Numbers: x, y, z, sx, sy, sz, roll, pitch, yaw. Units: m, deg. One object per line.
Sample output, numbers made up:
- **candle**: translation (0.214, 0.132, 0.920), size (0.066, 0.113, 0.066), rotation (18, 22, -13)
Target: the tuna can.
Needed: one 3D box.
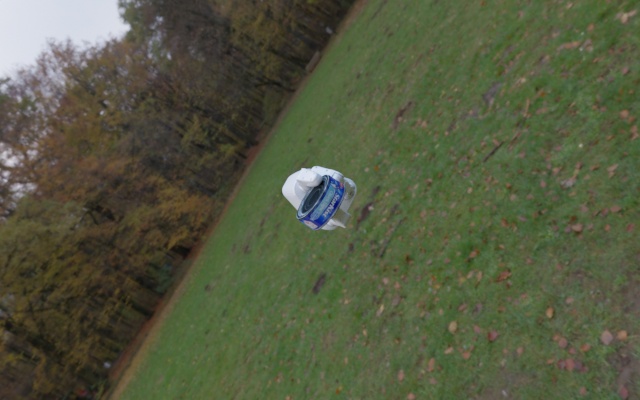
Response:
- **tuna can**: translation (0.000, 0.002, 0.742), size (0.034, 0.086, 0.086), rotation (34, -11, -16)
